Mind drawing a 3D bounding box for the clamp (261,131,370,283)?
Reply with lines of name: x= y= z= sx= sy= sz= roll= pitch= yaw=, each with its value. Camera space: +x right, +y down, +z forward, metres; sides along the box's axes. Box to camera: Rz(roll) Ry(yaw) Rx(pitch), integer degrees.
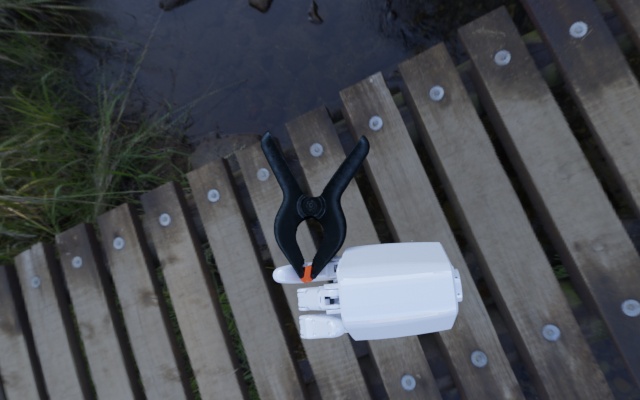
clamp: x=0.000 y=0.002 z=0.522 sx=0.120 sy=0.171 sz=0.039 roll=-6 pitch=-6 yaw=6
